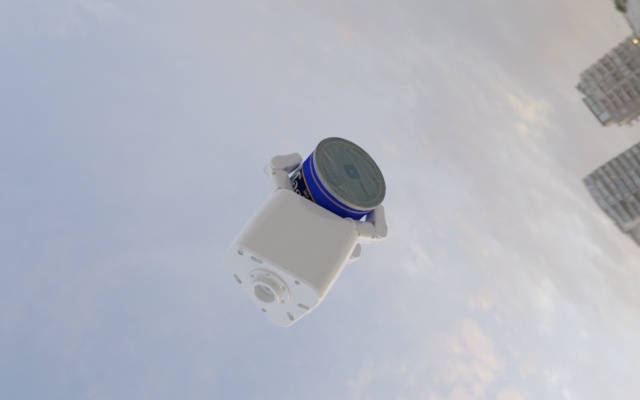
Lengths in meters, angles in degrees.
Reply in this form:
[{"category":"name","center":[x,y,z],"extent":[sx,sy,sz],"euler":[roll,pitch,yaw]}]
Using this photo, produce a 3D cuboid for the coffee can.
[{"category":"coffee can","center":[0.000,0.002,0.609],"extent":[0.103,0.102,0.140],"euler":[0,-32,-39]}]
